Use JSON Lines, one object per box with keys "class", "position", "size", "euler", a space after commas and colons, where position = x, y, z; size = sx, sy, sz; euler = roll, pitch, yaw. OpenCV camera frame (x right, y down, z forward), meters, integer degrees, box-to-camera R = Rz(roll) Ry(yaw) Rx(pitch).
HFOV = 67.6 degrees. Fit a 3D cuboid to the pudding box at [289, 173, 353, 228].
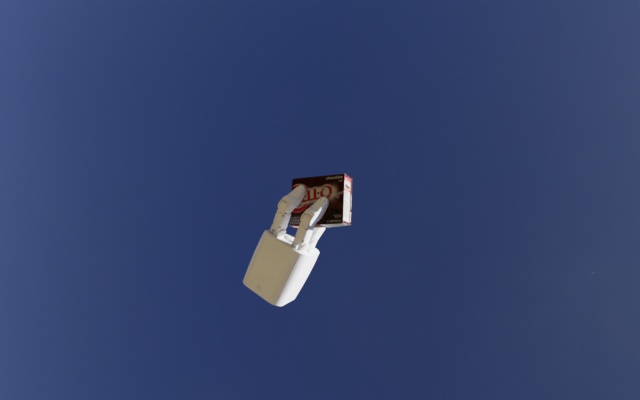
{"class": "pudding box", "position": [0.000, 0.003, 0.860], "size": [0.113, 0.090, 0.039], "euler": [-4, -13, 27]}
